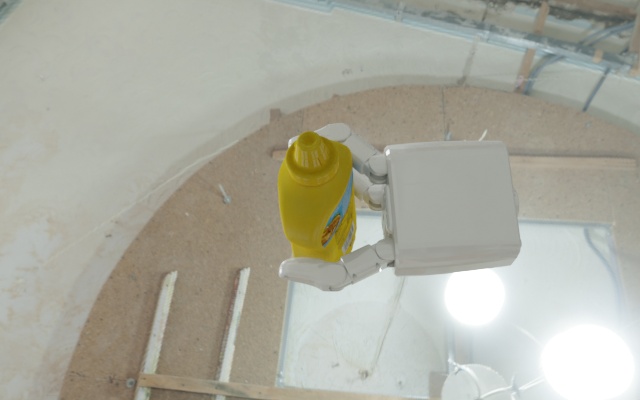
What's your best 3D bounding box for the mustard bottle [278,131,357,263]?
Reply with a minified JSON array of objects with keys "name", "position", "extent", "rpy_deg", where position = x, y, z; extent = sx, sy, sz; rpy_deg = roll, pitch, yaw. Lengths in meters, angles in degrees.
[{"name":"mustard bottle","position":[0.000,0.001,0.429],"extent":[0.058,0.096,0.192],"rpy_deg":[18,-25,14]}]
